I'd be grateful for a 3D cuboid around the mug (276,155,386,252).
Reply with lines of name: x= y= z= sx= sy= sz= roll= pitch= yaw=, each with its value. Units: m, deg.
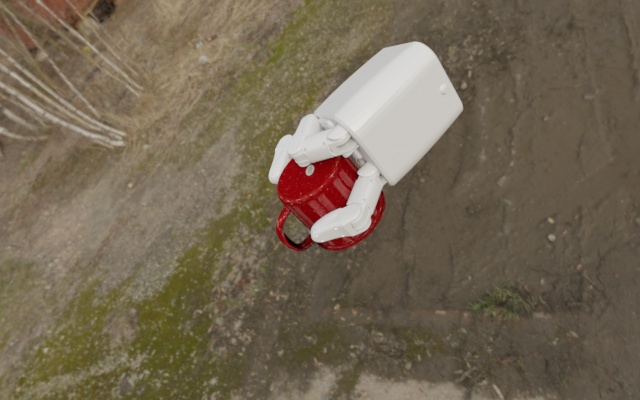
mug: x=-0.001 y=0.003 z=0.501 sx=0.081 sy=0.117 sz=0.093 roll=46 pitch=-4 yaw=-36
